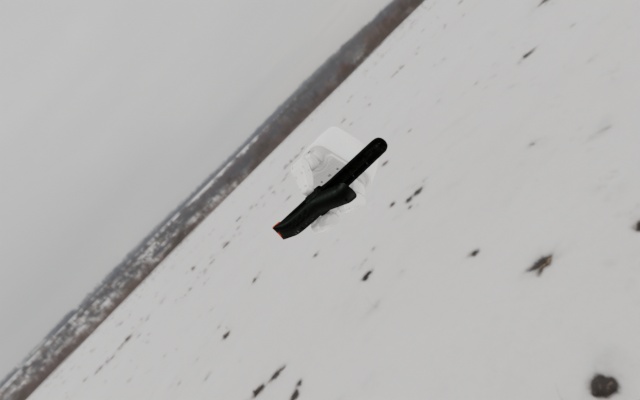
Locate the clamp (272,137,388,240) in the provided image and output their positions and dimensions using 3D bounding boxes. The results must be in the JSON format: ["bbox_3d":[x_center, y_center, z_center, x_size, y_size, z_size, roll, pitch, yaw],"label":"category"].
[{"bbox_3d":[-0.001,0.002,0.672,0.210,0.036,0.164,-39,7,29],"label":"clamp"}]
